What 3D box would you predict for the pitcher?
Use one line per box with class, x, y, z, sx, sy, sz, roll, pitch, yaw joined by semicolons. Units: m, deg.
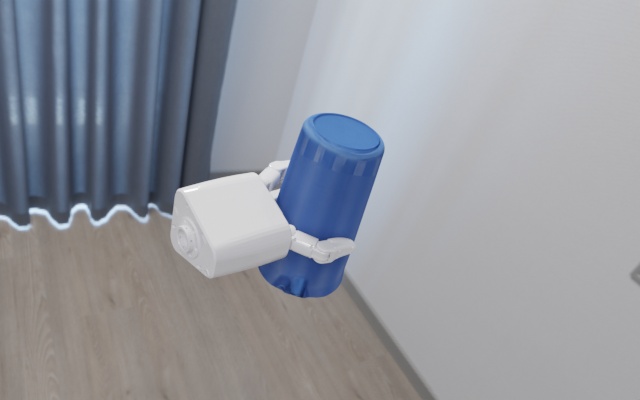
pitcher;0.000;0.002;0.666;0.145;0.243;0.149;-13;45;-38
